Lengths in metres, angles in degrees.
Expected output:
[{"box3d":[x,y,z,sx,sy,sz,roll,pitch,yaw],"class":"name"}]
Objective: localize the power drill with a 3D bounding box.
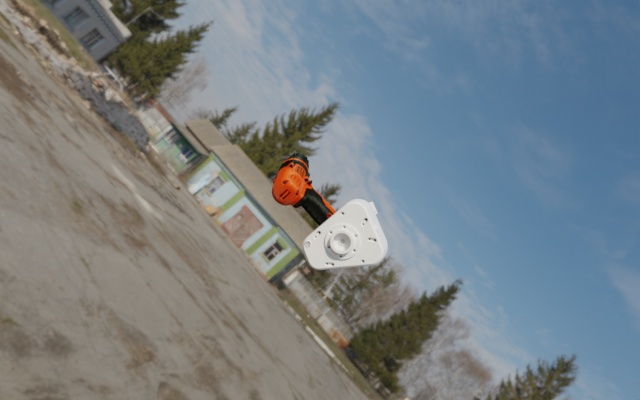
[{"box3d":[0.000,0.003,0.834,0.188,0.057,0.184,41,21,-11],"class":"power drill"}]
